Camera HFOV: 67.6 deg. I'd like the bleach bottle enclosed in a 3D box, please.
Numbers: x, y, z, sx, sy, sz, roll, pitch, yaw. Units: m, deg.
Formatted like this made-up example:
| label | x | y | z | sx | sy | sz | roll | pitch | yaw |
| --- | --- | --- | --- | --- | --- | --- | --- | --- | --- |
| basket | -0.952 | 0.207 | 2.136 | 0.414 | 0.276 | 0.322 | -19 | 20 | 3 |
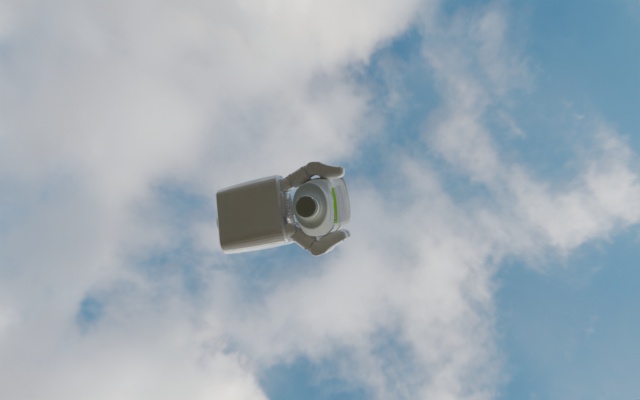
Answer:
| label | x | y | z | sx | sy | sz | roll | pitch | yaw |
| --- | --- | --- | --- | --- | --- | --- | --- | --- | --- |
| bleach bottle | 0.000 | 0.003 | 0.753 | 0.068 | 0.102 | 0.251 | -11 | -3 | 9 |
